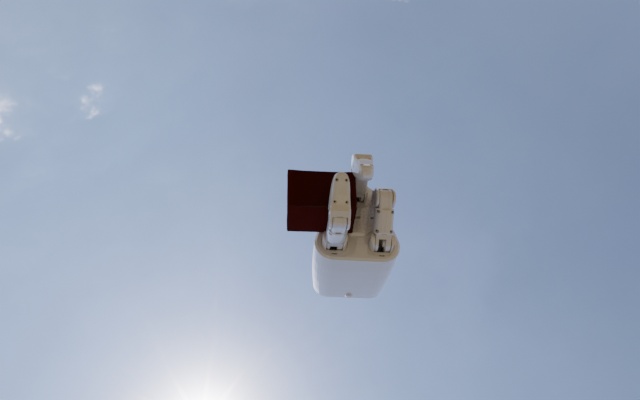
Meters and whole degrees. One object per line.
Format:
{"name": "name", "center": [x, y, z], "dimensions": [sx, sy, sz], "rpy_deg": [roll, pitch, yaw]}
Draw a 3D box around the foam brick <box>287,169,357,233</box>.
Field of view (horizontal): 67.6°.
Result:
{"name": "foam brick", "center": [0.000, 0.002, 0.541], "dimensions": [0.078, 0.053, 0.051], "rpy_deg": [3, -37, -3]}
